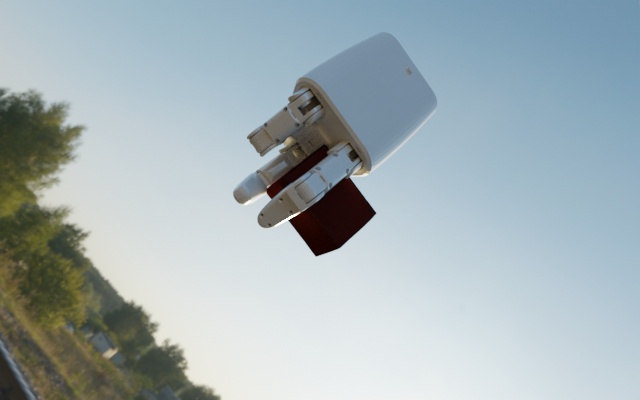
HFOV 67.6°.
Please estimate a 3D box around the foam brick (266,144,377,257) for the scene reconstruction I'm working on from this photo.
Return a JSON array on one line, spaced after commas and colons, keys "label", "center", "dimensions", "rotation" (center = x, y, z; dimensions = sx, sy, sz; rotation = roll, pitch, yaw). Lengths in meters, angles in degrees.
[{"label": "foam brick", "center": [0.000, 0.002, 0.421], "dimensions": [0.051, 0.078, 0.053], "rotation": [-40, 6, -27]}]
